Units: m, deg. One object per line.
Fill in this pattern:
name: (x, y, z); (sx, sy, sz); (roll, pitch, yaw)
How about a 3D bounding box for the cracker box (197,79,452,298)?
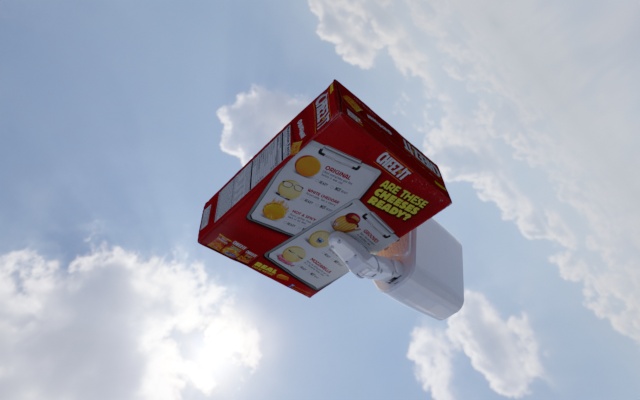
cracker box: (0.000, 0.002, 0.510); (0.164, 0.072, 0.214); (33, -58, -31)
